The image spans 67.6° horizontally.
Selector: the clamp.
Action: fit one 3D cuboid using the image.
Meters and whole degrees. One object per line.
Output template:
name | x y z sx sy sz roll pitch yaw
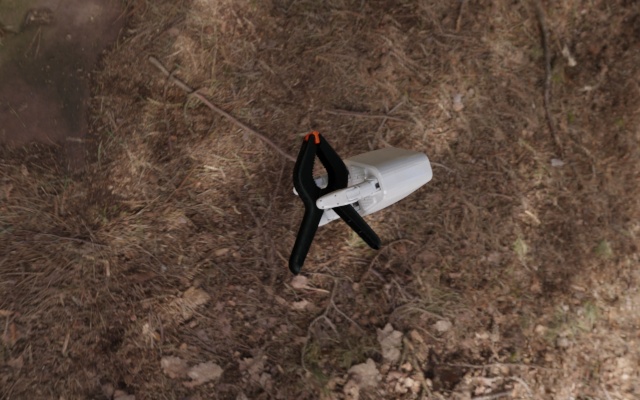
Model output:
clamp | 0.001 0.002 0.725 0.164 0.210 0.036 -20 5 -31
